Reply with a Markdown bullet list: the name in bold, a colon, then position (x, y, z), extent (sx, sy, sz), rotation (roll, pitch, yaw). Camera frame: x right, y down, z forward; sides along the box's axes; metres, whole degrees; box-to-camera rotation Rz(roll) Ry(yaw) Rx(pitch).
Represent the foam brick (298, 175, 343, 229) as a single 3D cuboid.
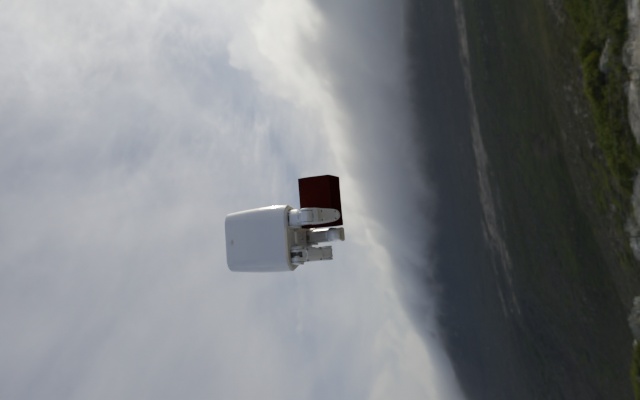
- **foam brick**: position (0.000, 0.002, 0.730), extent (0.051, 0.078, 0.053), rotation (-6, -6, 20)
